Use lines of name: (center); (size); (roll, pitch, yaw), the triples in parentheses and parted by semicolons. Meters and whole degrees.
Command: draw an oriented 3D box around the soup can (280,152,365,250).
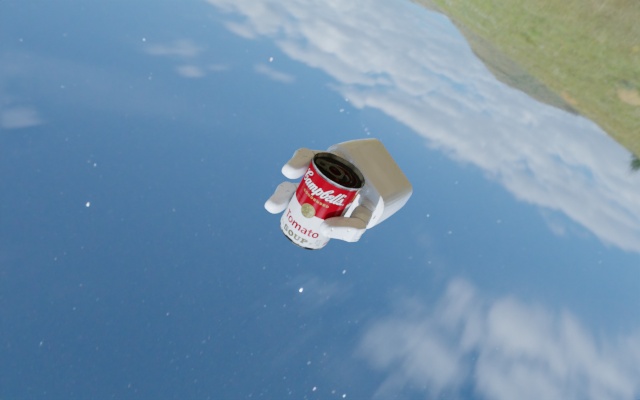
soup can: (0.000, 0.002, 0.579); (0.068, 0.102, 0.068); (22, 32, -14)
